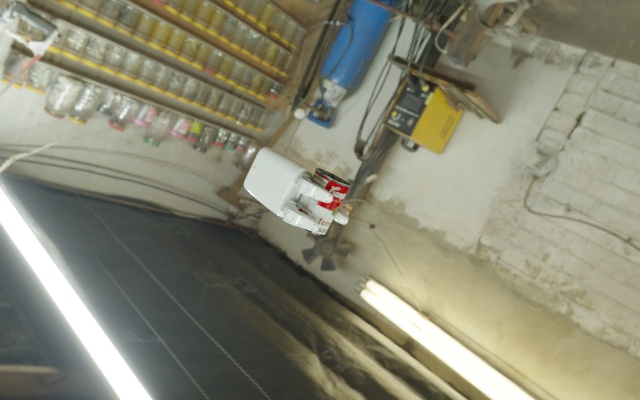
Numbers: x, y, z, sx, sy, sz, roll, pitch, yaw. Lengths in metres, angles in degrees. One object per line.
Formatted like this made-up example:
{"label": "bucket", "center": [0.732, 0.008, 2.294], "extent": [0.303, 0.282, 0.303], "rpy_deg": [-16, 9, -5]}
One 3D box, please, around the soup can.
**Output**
{"label": "soup can", "center": [0.000, 0.003, 0.841], "extent": [0.068, 0.102, 0.068], "rpy_deg": [27, 10, -5]}
